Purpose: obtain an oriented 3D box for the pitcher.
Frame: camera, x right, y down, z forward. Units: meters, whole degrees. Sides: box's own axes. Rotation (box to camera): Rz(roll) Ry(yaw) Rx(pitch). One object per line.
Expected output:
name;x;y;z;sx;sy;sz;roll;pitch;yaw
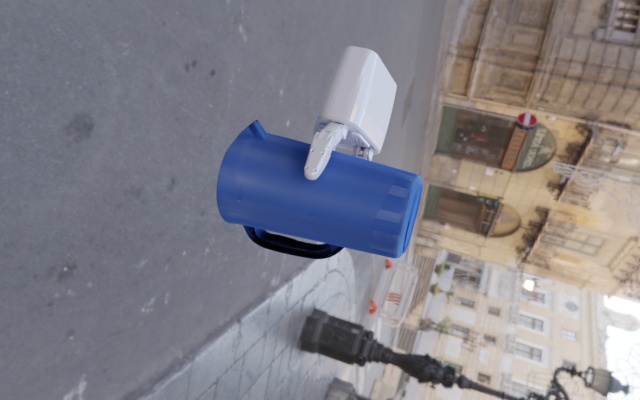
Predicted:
pitcher;0.000;0.002;0.622;0.243;0.145;0.149;15;-13;15
